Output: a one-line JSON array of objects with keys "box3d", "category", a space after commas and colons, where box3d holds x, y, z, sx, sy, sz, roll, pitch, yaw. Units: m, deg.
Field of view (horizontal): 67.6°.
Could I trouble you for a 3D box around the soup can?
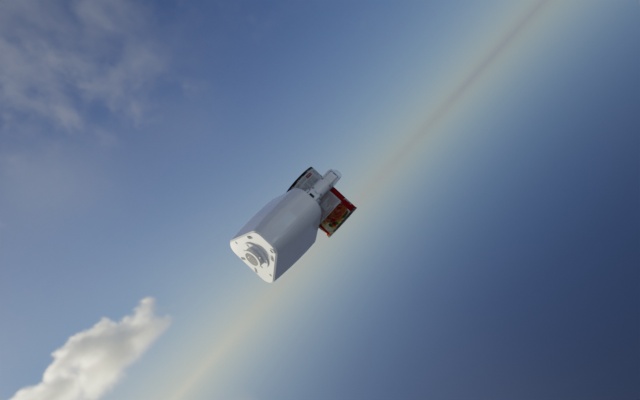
[{"box3d": [0.000, 0.002, 0.784, 0.102, 0.068, 0.068, 43, 3, 3], "category": "soup can"}]
